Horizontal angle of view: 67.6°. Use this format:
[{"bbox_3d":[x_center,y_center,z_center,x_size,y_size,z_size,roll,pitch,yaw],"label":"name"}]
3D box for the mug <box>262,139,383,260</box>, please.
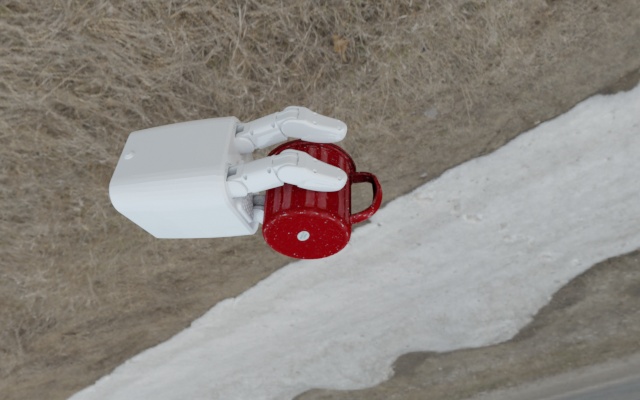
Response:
[{"bbox_3d":[0.002,0.002,0.451,0.117,0.081,0.093,-5,-39,9],"label":"mug"}]
